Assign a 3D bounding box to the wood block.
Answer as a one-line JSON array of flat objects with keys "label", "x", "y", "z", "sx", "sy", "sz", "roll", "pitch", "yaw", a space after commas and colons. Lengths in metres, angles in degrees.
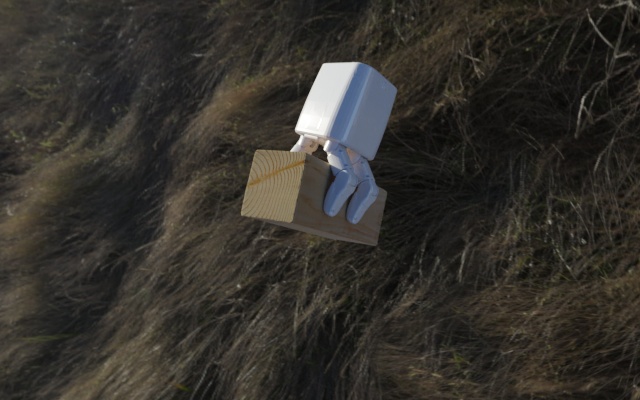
[{"label": "wood block", "x": 0.000, "y": 0.002, "z": 0.671, "sx": 0.091, "sy": 0.090, "sz": 0.206, "roll": 7, "pitch": -8, "yaw": 37}]
